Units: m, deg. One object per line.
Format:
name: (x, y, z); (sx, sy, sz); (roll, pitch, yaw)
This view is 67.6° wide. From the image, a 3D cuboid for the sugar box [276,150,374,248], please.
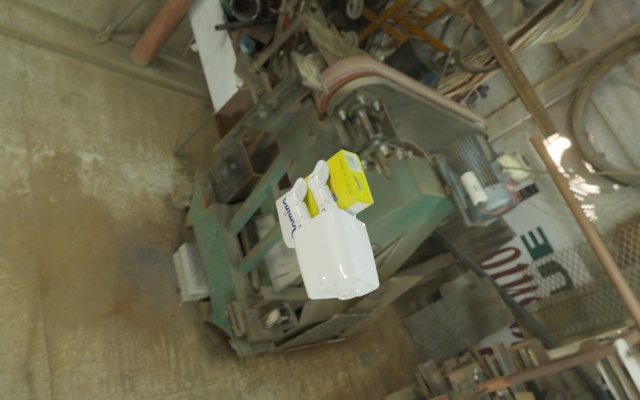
sugar box: (0.000, 0.003, 0.786); (0.048, 0.093, 0.176); (13, -38, -44)
